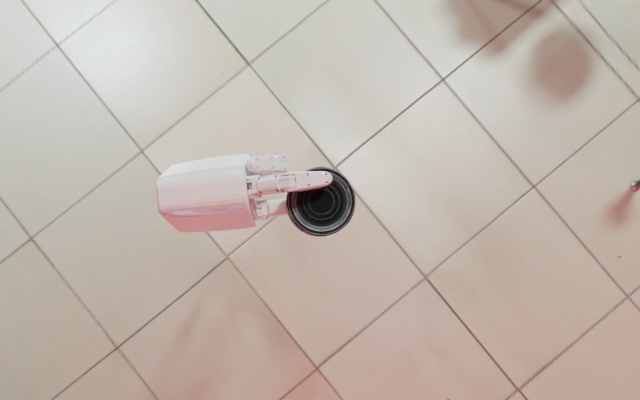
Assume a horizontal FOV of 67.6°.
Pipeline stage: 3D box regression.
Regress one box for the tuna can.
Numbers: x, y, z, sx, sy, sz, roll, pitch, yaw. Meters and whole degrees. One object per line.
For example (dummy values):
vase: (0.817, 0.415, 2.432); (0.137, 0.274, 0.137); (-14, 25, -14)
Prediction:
tuna can: (0.000, 0.002, 0.591); (0.086, 0.086, 0.034); (0, -4, -5)
